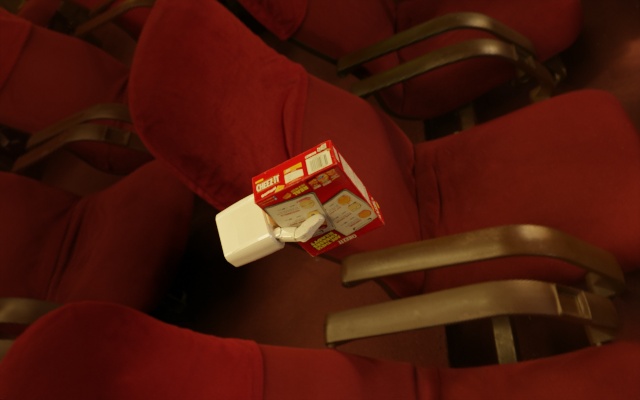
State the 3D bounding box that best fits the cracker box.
[{"bbox_3d":[0.000,0.003,0.891,0.164,0.072,0.214,-26,-41,16],"label":"cracker box"}]
